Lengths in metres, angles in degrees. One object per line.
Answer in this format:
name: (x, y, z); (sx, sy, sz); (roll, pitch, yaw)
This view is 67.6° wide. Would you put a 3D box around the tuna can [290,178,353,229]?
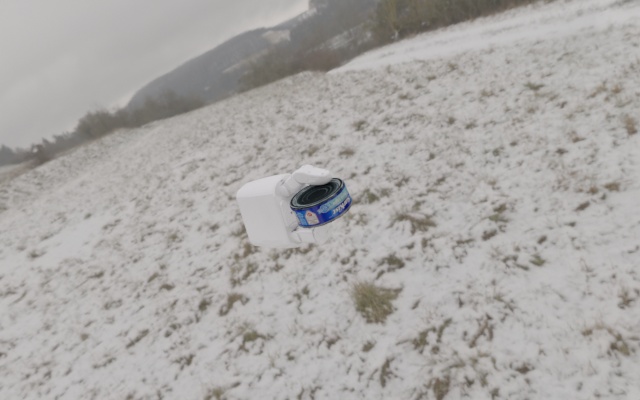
tuna can: (0.000, 0.002, 0.679); (0.086, 0.034, 0.086); (-21, 22, 9)
